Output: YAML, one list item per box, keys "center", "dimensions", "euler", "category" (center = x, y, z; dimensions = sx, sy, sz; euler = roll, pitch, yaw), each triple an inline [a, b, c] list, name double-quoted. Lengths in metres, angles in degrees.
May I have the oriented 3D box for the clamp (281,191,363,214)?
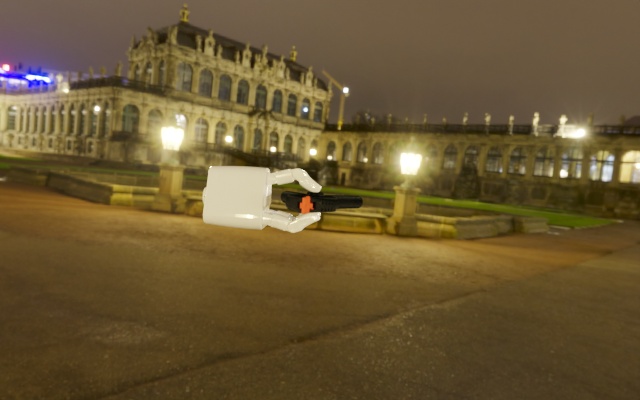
- center: [0.000, 0.002, 0.870]
  dimensions: [0.164, 0.036, 0.210]
  euler: [3, 3, 1]
  category: "clamp"
